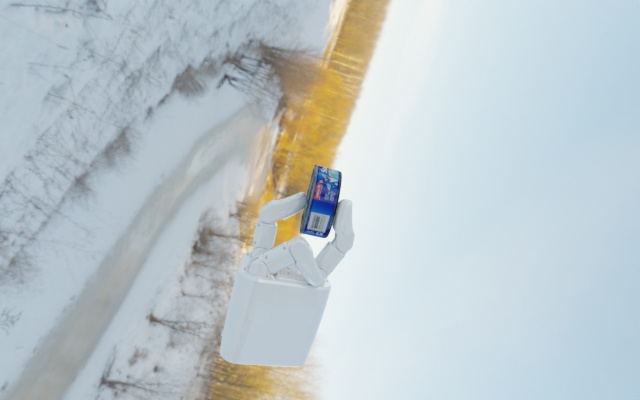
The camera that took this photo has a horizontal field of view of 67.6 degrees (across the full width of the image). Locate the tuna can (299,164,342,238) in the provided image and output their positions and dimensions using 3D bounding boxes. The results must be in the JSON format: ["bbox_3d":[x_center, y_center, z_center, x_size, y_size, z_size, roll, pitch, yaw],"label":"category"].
[{"bbox_3d":[0.001,0.002,0.575,0.034,0.086,0.086,13,-1,-5],"label":"tuna can"}]
